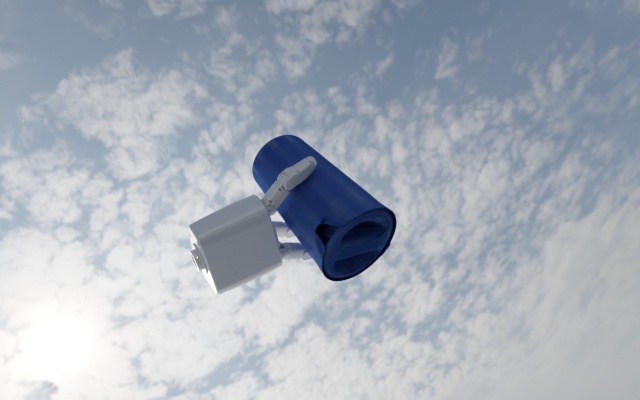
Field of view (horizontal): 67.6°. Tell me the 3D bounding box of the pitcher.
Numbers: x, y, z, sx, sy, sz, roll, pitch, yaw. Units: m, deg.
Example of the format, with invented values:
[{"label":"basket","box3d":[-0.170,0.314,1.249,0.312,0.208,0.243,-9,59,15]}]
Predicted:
[{"label":"pitcher","box3d":[0.000,0.002,0.751,0.145,0.149,0.242,-26,49,-21]}]
